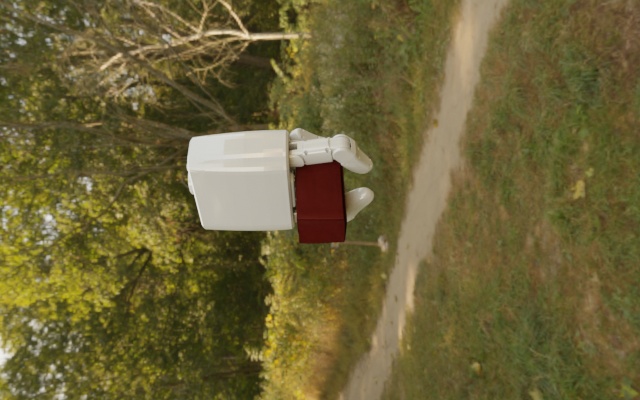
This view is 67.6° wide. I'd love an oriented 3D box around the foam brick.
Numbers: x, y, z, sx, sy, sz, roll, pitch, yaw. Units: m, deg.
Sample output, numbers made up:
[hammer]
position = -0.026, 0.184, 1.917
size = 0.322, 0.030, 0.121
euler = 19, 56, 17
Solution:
[foam brick]
position = 0.000, 0.002, 0.517
size = 0.051, 0.078, 0.053
euler = -2, -33, -1
